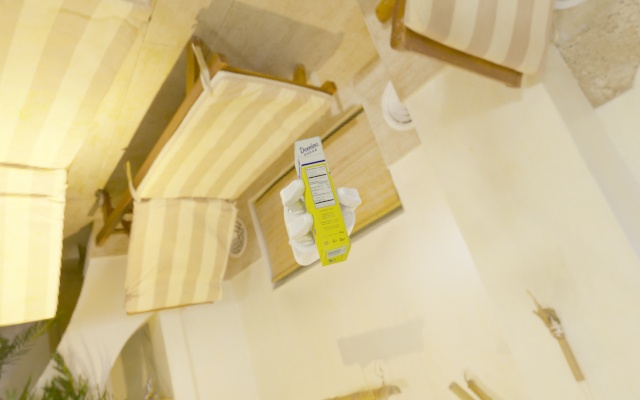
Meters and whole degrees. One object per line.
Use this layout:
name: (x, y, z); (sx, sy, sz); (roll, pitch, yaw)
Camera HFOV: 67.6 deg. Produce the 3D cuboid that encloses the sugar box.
sugar box: (0.000, 0.003, 0.722); (0.048, 0.176, 0.093); (-15, -20, -8)
